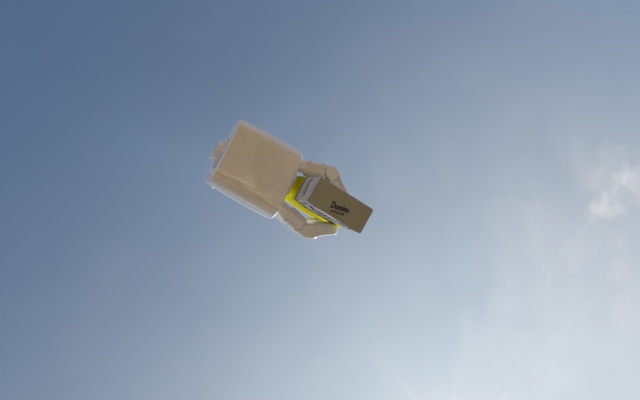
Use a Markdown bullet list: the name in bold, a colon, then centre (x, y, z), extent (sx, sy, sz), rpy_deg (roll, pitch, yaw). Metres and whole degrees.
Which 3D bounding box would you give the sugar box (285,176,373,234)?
- **sugar box**: centre (0.000, 0.003, 0.728), extent (0.093, 0.048, 0.176), rpy_deg (31, -4, -18)
